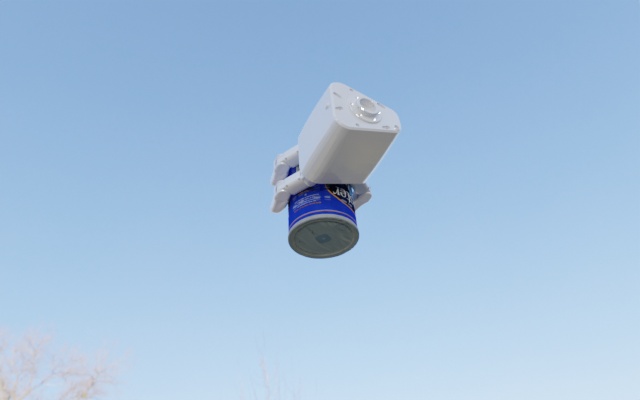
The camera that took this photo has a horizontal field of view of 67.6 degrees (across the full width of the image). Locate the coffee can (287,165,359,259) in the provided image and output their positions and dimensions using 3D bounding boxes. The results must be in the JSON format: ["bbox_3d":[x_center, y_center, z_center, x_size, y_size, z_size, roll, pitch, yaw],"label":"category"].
[{"bbox_3d":[0.000,0.003,0.725,0.103,0.140,0.103,-3,-40,-2],"label":"coffee can"}]
